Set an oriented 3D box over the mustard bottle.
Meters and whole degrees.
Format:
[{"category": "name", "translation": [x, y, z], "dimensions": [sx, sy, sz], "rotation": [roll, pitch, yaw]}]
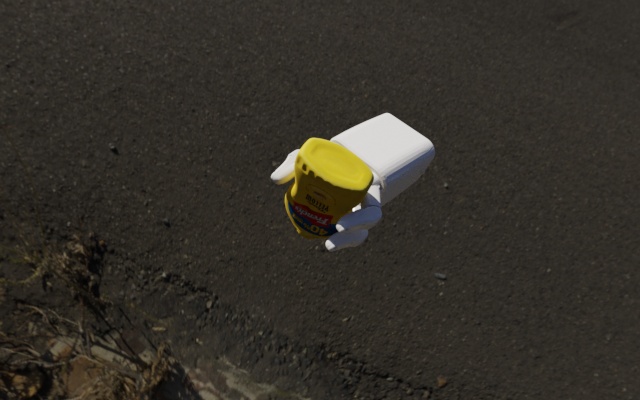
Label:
[{"category": "mustard bottle", "translation": [0.000, 0.002, 0.644], "dimensions": [0.096, 0.058, 0.192], "rotation": [30, -32, 4]}]
